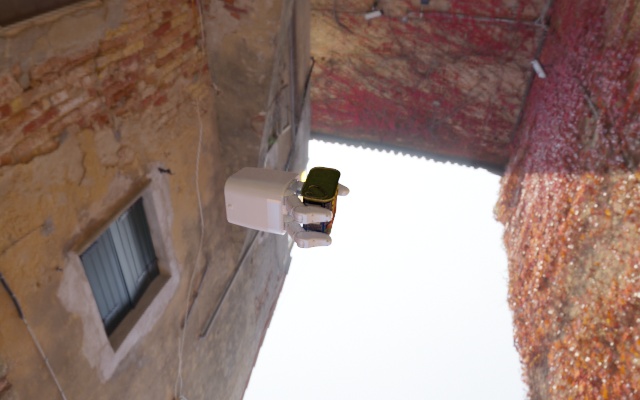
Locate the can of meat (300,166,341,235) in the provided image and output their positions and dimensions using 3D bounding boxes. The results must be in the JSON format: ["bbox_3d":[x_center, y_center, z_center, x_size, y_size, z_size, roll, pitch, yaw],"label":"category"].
[{"bbox_3d":[0.000,0.003,0.825,0.057,0.084,0.102,8,36,8],"label":"can of meat"}]
